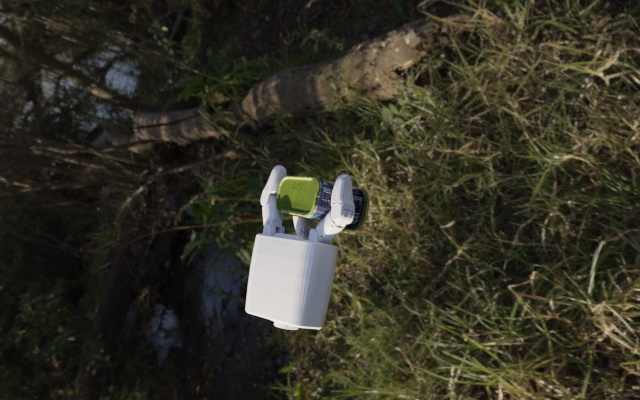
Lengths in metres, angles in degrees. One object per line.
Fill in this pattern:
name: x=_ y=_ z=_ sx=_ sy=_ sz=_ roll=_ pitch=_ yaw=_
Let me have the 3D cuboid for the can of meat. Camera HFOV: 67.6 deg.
can of meat: x=0.000 y=0.002 z=0.638 sx=0.084 sy=0.057 sz=0.102 roll=15 pitch=-5 yaw=-35
